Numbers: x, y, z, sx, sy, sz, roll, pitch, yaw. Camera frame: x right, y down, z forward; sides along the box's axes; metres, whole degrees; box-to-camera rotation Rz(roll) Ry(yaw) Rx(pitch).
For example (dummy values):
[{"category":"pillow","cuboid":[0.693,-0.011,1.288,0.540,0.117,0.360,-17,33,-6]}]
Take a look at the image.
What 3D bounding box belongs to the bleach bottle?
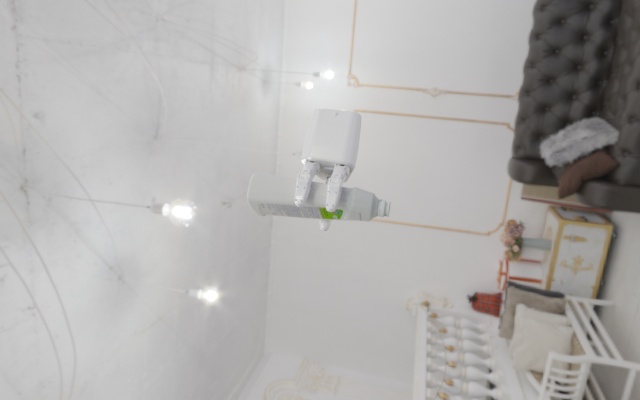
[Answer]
[{"category":"bleach bottle","cuboid":[0.000,0.003,0.867,0.251,0.068,0.103,7,-18,12]}]
